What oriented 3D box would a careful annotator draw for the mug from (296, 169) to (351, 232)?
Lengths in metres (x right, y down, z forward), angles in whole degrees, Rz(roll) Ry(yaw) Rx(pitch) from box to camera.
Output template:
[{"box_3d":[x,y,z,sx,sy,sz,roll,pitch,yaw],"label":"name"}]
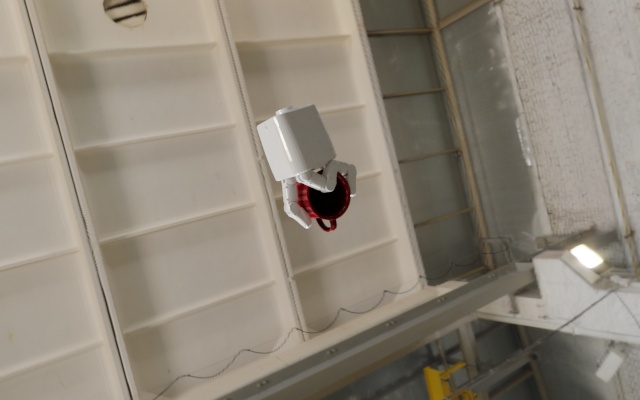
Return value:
[{"box_3d":[0.001,0.004,0.894,0.093,0.117,0.081,-23,8,-29],"label":"mug"}]
